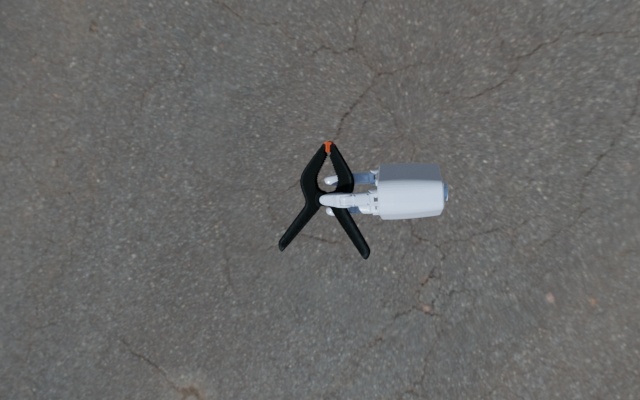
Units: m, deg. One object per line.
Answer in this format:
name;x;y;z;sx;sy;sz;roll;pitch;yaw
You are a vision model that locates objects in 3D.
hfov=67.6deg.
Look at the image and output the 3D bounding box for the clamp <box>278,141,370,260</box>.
clamp;0.000;0.002;0.836;0.164;0.210;0.036;-3;8;10
